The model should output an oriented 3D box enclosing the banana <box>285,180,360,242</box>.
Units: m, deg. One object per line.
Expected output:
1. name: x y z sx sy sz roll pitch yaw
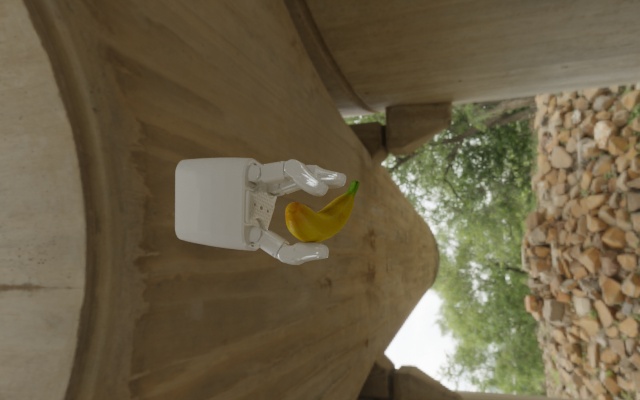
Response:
1. banana: 0.000 0.020 0.601 0.037 0.070 0.198 9 14 21
